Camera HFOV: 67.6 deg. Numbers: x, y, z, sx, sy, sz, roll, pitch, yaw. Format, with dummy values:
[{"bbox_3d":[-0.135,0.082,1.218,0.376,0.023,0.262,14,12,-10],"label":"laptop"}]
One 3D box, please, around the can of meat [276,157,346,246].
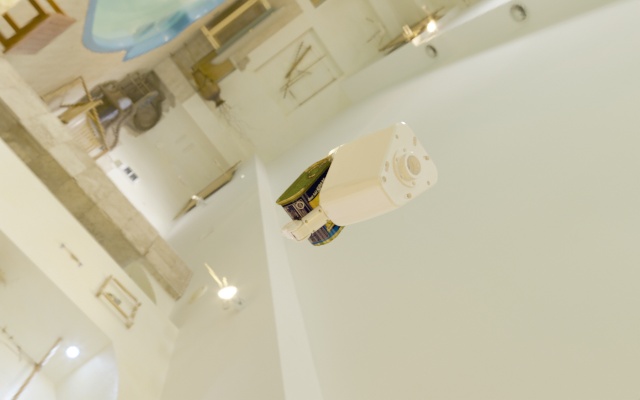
[{"bbox_3d":[0.000,0.003,0.673,0.057,0.084,0.102,-21,22,47],"label":"can of meat"}]
